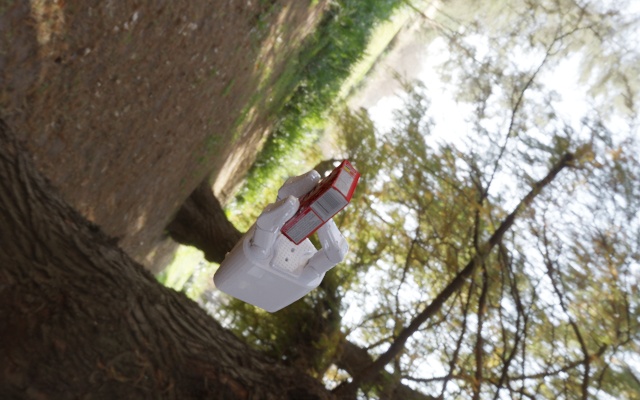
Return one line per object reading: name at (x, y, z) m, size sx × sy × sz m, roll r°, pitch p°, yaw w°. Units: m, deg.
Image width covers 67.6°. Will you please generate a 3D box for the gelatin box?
gelatin box at (0.001, 0.002, 0.542) m, size 0.089 × 0.030 × 0.073 m, roll -40°, pitch 11°, yaw 29°
